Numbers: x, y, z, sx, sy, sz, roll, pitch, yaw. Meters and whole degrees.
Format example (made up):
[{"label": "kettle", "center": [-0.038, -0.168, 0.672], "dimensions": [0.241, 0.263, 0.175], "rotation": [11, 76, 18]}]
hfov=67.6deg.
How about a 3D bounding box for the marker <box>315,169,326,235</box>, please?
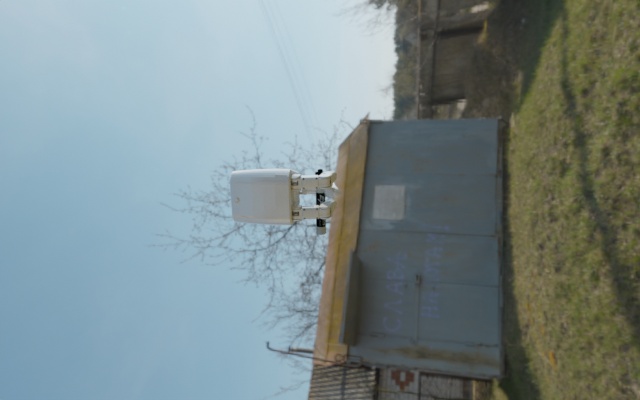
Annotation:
[{"label": "marker", "center": [0.000, 0.003, 0.868], "dimensions": [0.020, 0.121, 0.020], "rotation": [-1, 16, 0]}]
